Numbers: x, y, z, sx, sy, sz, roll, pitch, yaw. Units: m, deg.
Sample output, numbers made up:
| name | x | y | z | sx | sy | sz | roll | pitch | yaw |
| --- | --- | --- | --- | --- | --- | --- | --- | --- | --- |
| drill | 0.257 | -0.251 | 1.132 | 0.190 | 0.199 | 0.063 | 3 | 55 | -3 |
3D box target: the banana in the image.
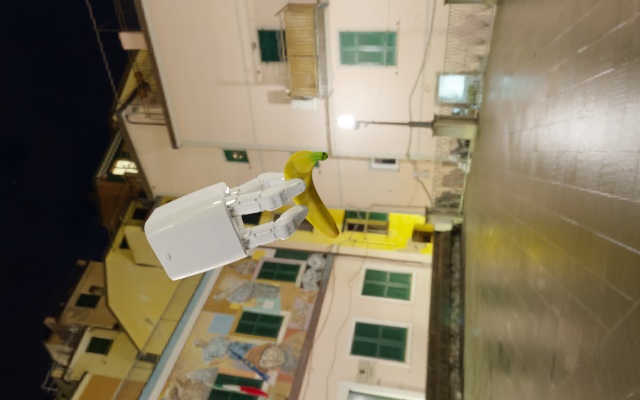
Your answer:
| name | x | y | z | sx | sy | sz | roll | pitch | yaw |
| --- | --- | --- | --- | --- | --- | --- | --- | --- | --- |
| banana | -0.014 | -0.009 | 0.663 | 0.069 | 0.037 | 0.198 | 34 | -22 | 26 |
